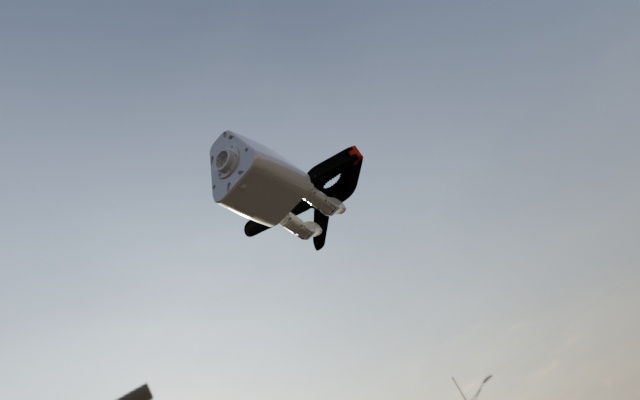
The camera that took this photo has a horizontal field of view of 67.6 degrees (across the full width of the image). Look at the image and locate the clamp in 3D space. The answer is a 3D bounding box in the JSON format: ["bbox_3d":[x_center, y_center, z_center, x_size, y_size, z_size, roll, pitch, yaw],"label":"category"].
[{"bbox_3d":[0.000,0.001,0.761,0.210,0.036,0.164,-45,-40,18],"label":"clamp"}]
